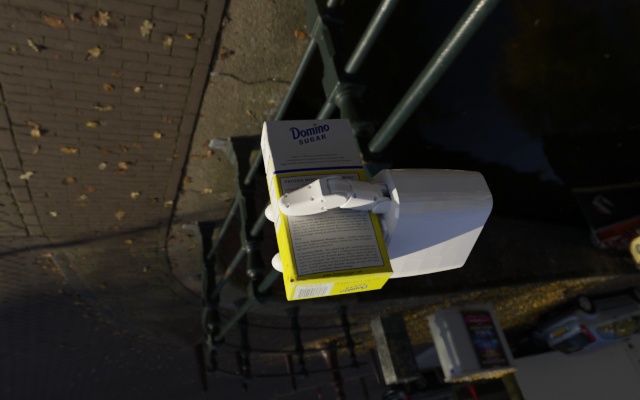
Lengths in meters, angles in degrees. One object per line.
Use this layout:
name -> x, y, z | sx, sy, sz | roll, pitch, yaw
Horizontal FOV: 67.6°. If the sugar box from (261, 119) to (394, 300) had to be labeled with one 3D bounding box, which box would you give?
sugar box -> 0.000, 0.002, 0.462 | 0.093, 0.176, 0.048 | -4, -32, -14
